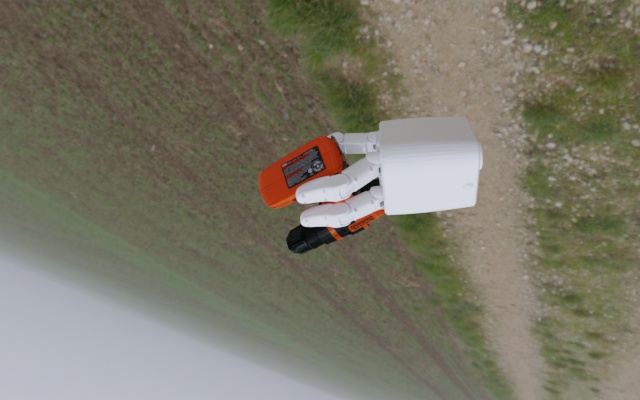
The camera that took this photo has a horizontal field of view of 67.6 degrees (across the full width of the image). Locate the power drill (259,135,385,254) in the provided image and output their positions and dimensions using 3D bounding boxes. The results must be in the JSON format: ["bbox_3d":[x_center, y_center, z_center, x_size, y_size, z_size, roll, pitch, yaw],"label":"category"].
[{"bbox_3d":[0.000,0.002,0.623,0.184,0.057,0.188,-30,-29,14],"label":"power drill"}]
